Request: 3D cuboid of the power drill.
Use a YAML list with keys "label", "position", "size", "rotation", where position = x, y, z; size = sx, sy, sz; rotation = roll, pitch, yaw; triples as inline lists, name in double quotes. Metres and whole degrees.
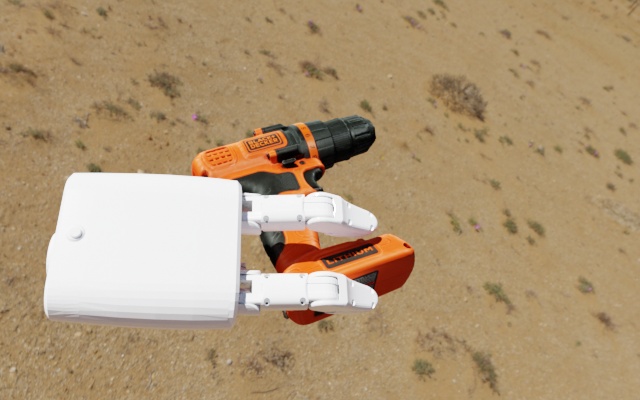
- label: "power drill"
  position: [0.000, 0.002, 0.414]
  size: [0.184, 0.057, 0.187]
  rotation: [-19, 49, -18]
